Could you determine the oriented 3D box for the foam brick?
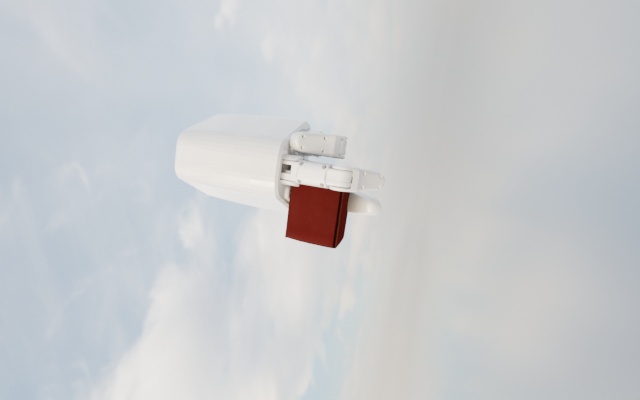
[{"bbox_3d":[0.000,0.002,0.475,0.051,0.078,0.053,9,7,11],"label":"foam brick"}]
